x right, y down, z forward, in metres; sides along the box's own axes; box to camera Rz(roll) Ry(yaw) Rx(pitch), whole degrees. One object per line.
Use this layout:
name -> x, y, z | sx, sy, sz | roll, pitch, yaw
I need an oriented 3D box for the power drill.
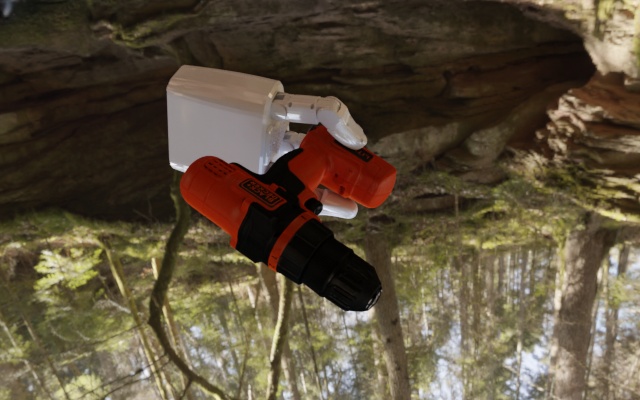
power drill -> 0.000, 0.001, 0.429 | 0.184, 0.057, 0.187 | 35, 33, 14
